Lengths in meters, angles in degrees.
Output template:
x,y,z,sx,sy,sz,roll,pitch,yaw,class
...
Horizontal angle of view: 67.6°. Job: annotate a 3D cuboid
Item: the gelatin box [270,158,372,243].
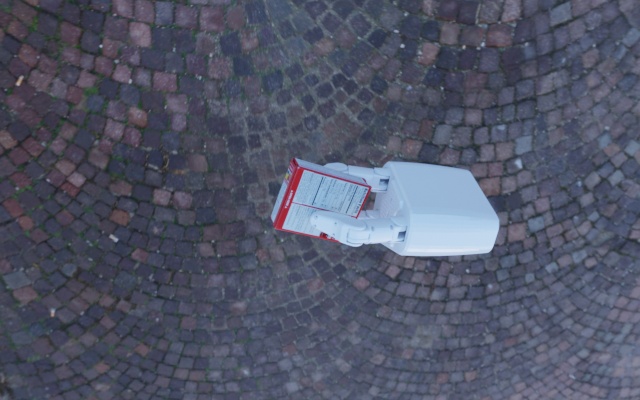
x,y,z,sx,sy,sz,roll,pitch,yaw,class
0.000,0.002,0.512,0.089,0.073,0.030,14,21,-23,gelatin box
